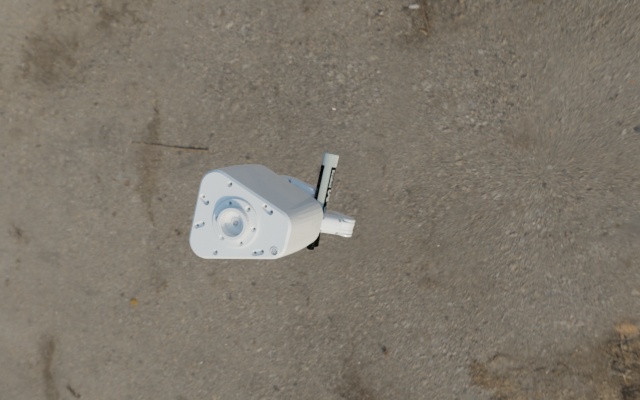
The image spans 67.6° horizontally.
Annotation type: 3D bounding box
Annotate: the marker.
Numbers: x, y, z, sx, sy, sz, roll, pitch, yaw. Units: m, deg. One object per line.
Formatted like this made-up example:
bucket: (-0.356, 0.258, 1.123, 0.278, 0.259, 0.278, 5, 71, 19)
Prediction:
marker: (0.000, 0.002, 0.582, 0.020, 0.121, 0.020, 13, 8, -2)
